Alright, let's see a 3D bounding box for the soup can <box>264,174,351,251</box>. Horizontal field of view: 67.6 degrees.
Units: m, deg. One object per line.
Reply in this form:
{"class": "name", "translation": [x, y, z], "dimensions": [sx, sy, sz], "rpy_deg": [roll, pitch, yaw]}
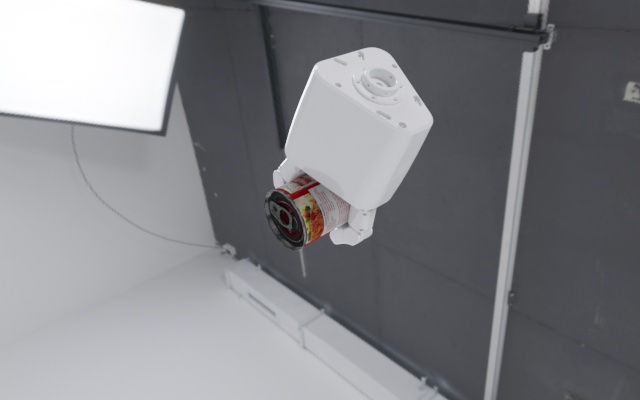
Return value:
{"class": "soup can", "translation": [0.000, 0.002, 0.515], "dimensions": [0.102, 0.068, 0.068], "rpy_deg": [-27, 15, -33]}
